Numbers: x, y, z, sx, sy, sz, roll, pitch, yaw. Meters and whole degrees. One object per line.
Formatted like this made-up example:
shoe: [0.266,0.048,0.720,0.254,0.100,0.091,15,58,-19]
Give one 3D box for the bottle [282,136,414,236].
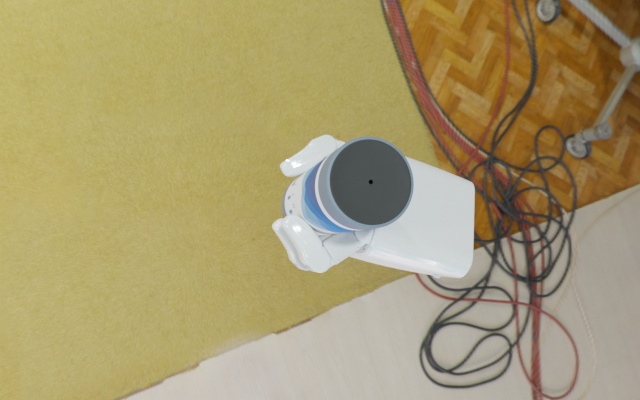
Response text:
bottle: [0.000,0.002,0.481,0.069,0.069,0.296,0,-6,-14]
